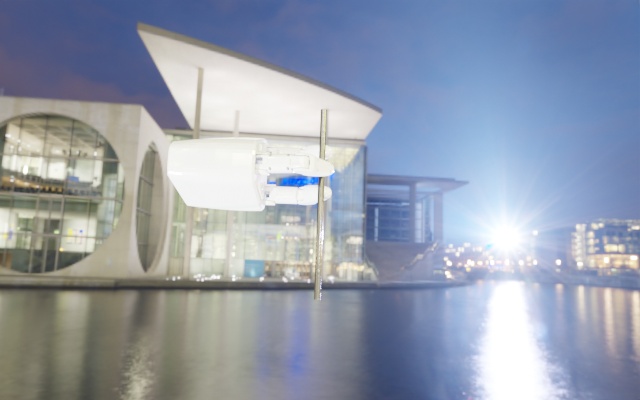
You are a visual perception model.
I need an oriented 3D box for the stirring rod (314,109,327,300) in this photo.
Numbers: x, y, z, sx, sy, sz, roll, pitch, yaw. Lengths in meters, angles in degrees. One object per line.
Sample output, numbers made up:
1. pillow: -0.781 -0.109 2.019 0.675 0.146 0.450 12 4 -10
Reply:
1. stirring rod: 0.000 0.002 0.600 0.011 0.239 0.011 2 -8 0
